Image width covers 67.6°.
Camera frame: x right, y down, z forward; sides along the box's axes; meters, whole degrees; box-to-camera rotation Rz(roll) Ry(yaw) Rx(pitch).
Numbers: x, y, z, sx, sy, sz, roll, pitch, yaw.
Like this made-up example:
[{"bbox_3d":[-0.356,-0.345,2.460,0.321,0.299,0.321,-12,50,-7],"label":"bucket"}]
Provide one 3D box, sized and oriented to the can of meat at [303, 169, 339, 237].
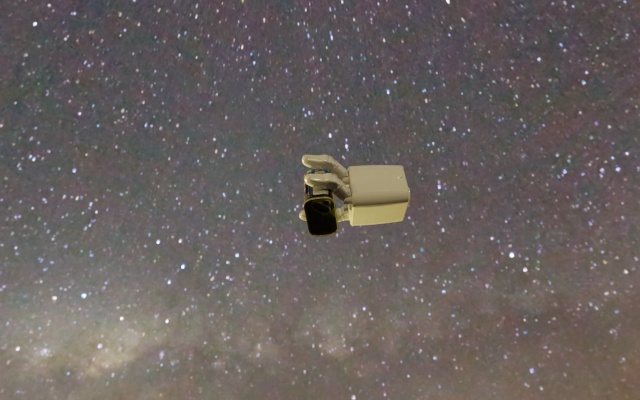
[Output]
[{"bbox_3d":[0.000,0.003,0.899,0.057,0.083,0.102,-6,-45,3],"label":"can of meat"}]
